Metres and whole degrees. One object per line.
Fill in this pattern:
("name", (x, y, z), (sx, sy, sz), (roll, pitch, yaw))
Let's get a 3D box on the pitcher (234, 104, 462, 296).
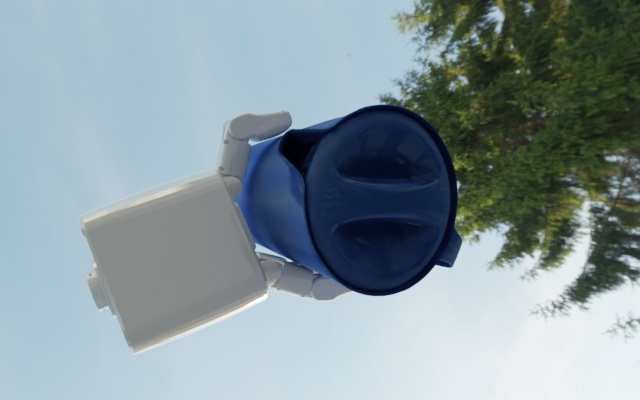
("pitcher", (0.000, 0.001, 0.435), (0.145, 0.149, 0.243), (-21, 12, -26))
